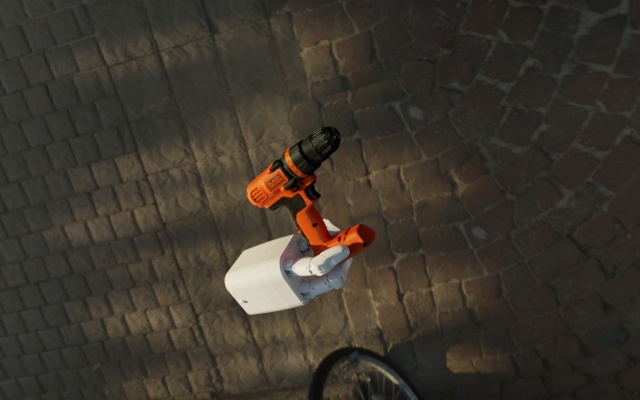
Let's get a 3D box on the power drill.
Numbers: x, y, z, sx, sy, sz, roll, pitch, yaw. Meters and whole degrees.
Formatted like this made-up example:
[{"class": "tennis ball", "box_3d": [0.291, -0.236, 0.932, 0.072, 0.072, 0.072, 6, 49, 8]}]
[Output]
[{"class": "power drill", "box_3d": [0.000, 0.003, 0.727, 0.184, 0.187, 0.057, -35, 4, 31]}]
